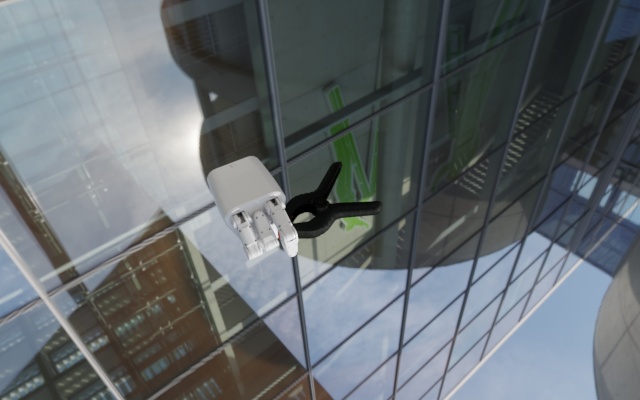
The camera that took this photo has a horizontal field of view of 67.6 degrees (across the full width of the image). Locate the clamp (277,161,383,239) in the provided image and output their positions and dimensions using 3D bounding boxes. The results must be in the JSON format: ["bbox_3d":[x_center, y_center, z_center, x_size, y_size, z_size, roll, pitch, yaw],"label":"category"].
[{"bbox_3d":[0.000,0.003,0.766,0.171,0.039,0.120,-21,51,-18],"label":"clamp"}]
